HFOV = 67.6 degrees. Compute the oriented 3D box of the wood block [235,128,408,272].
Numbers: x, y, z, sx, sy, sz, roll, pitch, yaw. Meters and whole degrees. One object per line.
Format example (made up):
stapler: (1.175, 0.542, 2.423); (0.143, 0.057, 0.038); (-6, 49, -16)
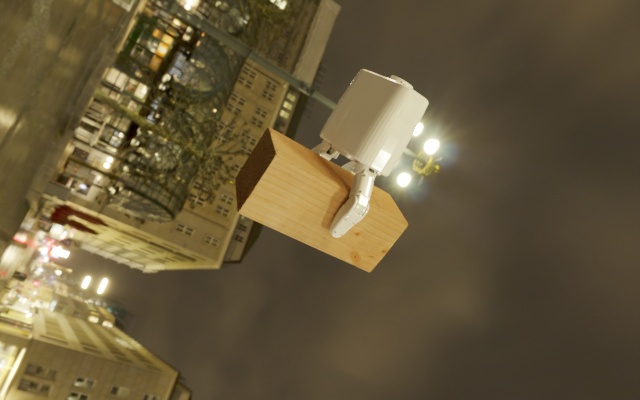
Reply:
wood block: (0.000, 0.002, 0.630); (0.206, 0.090, 0.090); (27, 21, -25)
